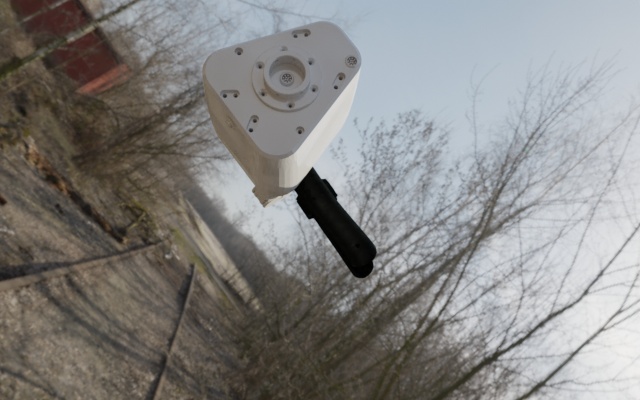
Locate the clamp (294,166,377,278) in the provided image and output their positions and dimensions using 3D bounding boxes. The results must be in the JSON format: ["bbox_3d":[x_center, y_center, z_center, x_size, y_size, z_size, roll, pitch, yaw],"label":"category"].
[{"bbox_3d":[0.000,0.001,0.450,0.039,0.171,0.120,-37,-6,-11],"label":"clamp"}]
